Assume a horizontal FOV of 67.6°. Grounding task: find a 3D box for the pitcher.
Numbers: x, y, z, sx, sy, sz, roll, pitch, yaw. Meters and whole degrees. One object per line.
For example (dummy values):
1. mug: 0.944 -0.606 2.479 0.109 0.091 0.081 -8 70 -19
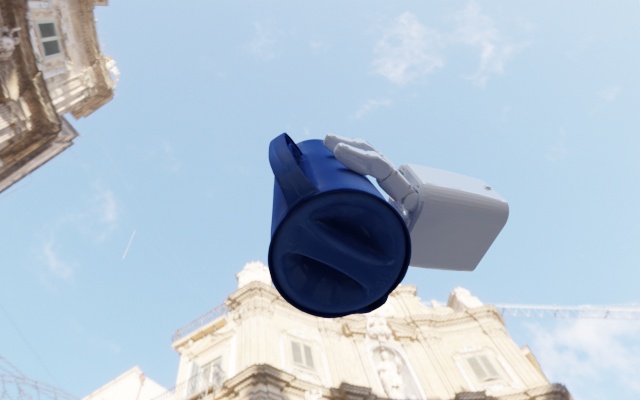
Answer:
1. pitcher: 0.000 0.002 0.535 0.145 0.149 0.242 10 20 -11
